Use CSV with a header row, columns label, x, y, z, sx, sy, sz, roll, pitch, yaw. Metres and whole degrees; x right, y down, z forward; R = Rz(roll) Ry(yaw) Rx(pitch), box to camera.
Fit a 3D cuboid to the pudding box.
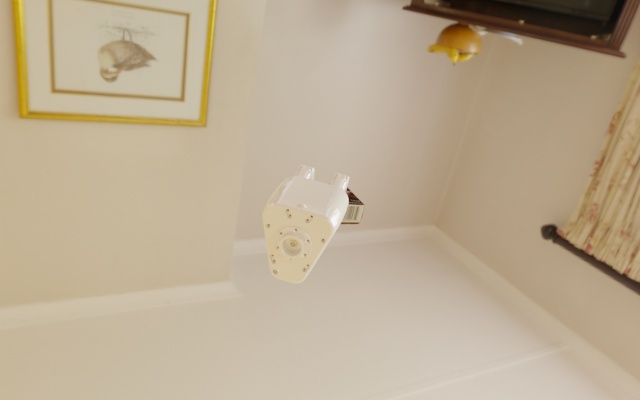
label,x,y,z,sx,sy,sz,roll,pitch,yaw
pudding box,0.000,0.003,0.750,0.113,0.039,0.090,5,21,-20
